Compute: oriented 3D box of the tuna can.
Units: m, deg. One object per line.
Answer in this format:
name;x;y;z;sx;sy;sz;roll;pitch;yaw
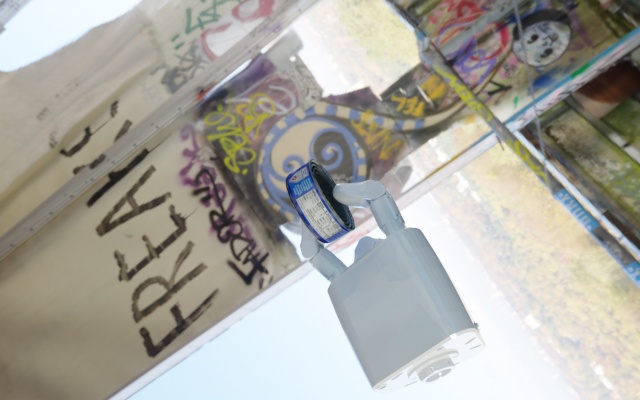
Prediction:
tuna can;0.000;0.002;0.500;0.034;0.086;0.086;-31;-8;13
